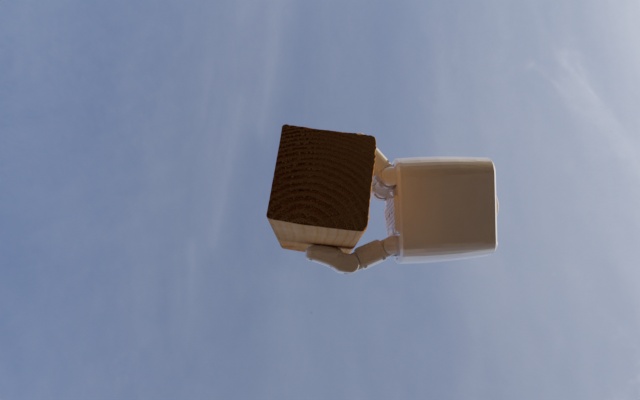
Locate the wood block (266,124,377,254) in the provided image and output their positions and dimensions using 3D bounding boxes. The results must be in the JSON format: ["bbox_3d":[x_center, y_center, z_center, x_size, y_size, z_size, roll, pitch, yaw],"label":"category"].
[{"bbox_3d":[0.000,0.002,0.520,0.090,0.090,0.206,8,-13,1],"label":"wood block"}]
